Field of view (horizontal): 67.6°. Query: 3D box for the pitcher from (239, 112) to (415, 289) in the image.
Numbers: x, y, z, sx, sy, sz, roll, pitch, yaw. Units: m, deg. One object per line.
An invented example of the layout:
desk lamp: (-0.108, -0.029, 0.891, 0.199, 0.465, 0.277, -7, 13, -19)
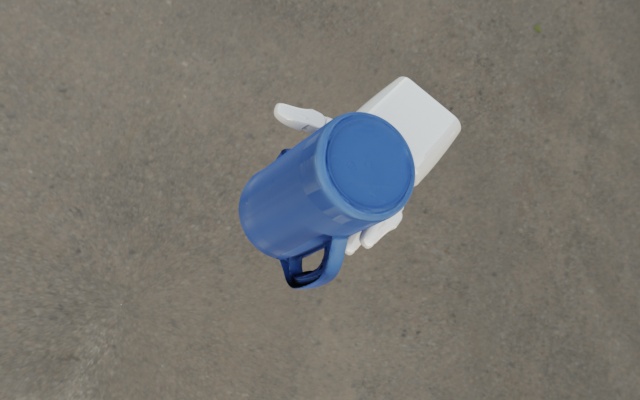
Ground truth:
pitcher: (0.000, 0.002, 0.545, 0.145, 0.149, 0.243, -46, 8, -25)
